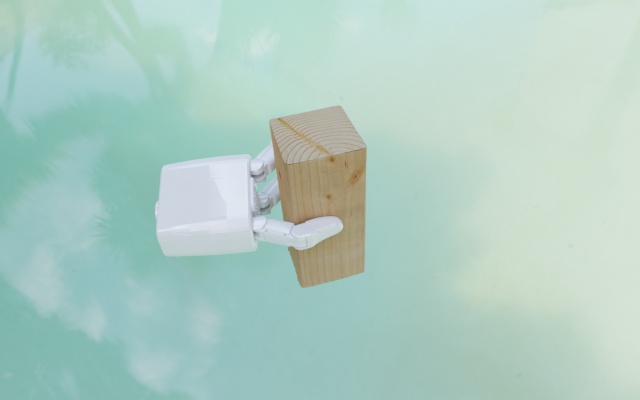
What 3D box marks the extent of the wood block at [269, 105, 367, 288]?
[{"bbox_3d":[0.000,0.002,0.588,0.090,0.206,0.090,-13,44,-9],"label":"wood block"}]
